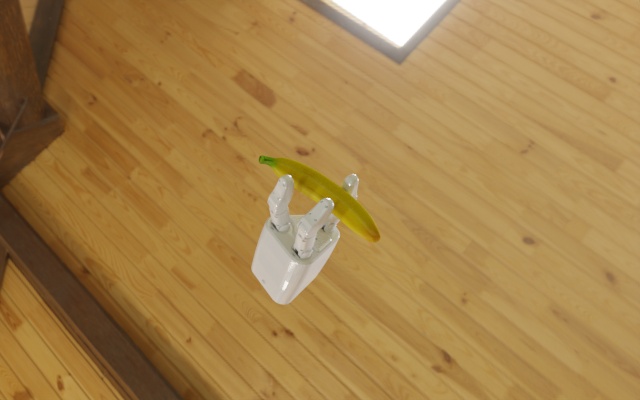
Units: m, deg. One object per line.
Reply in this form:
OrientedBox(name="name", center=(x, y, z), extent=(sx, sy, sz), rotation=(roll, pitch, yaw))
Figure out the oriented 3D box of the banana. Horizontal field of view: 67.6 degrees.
OrientedBox(name="banana", center=(0.004, -0.006, 0.673), extent=(0.198, 0.037, 0.069), rotation=(33, 28, 7))
